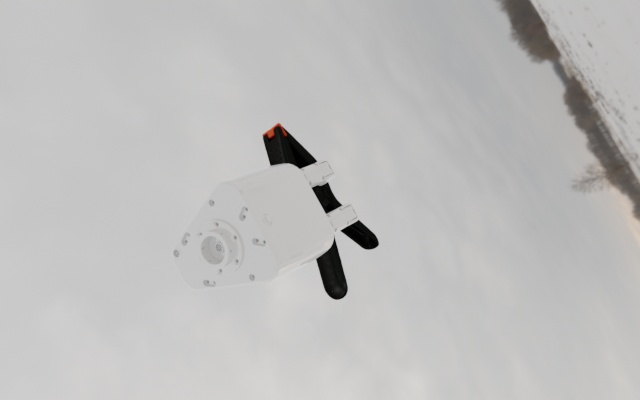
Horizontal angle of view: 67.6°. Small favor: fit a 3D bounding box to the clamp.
[{"bbox_3d":[-0.001,0.002,0.582,0.036,0.210,0.164,-31,-4,24],"label":"clamp"}]
